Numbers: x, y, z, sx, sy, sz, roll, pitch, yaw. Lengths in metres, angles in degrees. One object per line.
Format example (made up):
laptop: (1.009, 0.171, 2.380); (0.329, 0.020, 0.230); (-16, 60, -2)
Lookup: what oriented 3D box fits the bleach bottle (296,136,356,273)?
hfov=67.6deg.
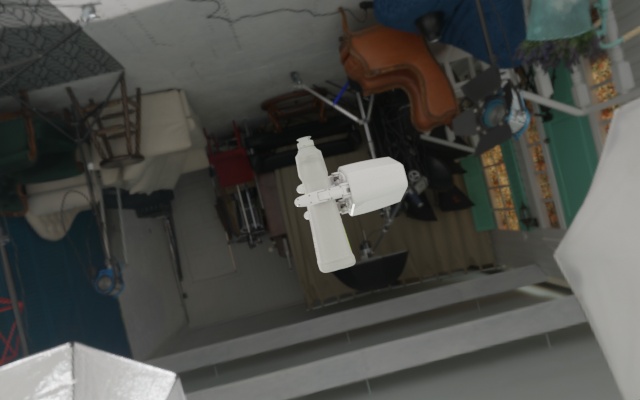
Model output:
bleach bottle: (0.000, 0.003, 0.896); (0.068, 0.251, 0.102); (-14, -1, -4)
